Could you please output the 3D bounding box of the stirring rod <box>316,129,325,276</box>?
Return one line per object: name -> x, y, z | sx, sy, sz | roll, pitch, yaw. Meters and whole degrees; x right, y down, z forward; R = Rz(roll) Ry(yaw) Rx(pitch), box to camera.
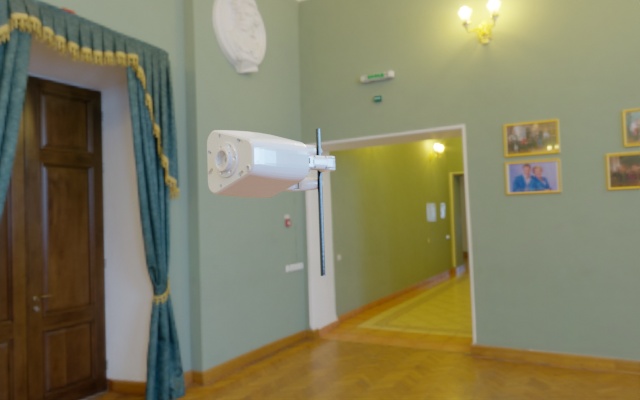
stirring rod -> 0.000, 0.003, 0.782 | 0.011, 0.239, 0.011 | -2, -2, 0
